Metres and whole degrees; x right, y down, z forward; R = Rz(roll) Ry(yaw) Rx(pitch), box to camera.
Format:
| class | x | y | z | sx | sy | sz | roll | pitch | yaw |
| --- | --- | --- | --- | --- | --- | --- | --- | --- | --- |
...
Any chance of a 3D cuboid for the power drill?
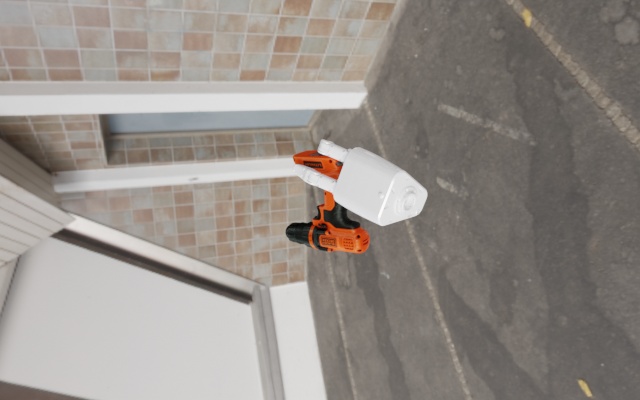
| class | x | y | z | sx | sy | sz | roll | pitch | yaw |
| --- | --- | --- | --- | --- | --- | --- | --- | --- | --- |
| power drill | 0.000 | 0.002 | 0.884 | 0.184 | 0.188 | 0.057 | 4 | 21 | 35 |
